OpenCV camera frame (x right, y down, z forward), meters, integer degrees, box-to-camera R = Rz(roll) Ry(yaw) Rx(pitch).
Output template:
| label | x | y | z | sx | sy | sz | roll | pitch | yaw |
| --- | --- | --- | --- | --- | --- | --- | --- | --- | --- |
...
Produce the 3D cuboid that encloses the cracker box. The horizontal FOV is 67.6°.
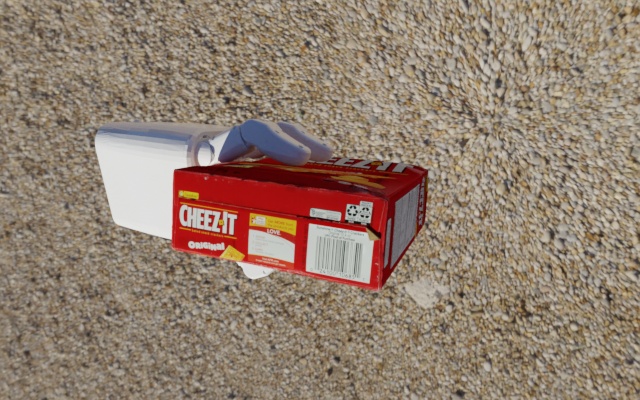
| label | x | y | z | sx | sy | sz | roll | pitch | yaw |
| --- | --- | --- | --- | --- | --- | --- | --- | --- | --- |
| cracker box | 0.000 | 0.002 | 0.425 | 0.164 | 0.072 | 0.213 | 8 | 11 | 18 |
